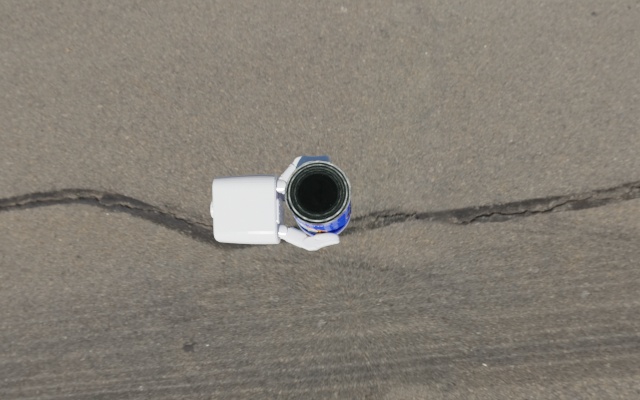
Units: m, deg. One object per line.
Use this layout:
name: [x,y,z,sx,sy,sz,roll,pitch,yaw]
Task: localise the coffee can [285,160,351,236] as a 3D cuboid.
coffee can: [0.000,0.003,0.795,0.103,0.102,0.140,0,-13,4]
